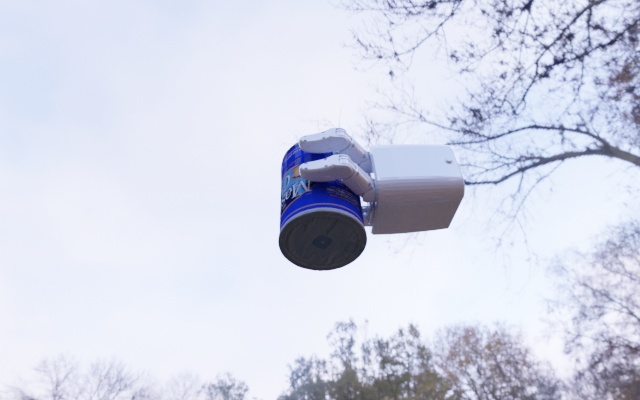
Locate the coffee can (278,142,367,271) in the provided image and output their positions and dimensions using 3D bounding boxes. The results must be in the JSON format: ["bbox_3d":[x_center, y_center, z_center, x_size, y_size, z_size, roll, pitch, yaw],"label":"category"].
[{"bbox_3d":[0.000,0.002,0.599,0.103,0.103,0.140,0,43,-3],"label":"coffee can"}]
